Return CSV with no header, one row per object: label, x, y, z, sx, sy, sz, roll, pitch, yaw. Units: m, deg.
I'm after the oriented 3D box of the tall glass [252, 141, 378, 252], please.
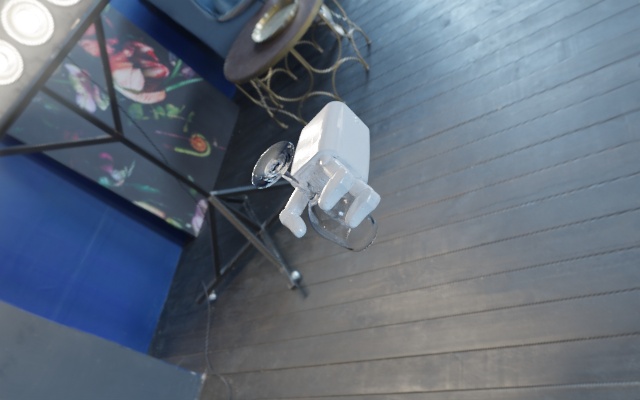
tall glass,0.000,0.002,0.681,0.079,0.079,0.201,0,-31,48
